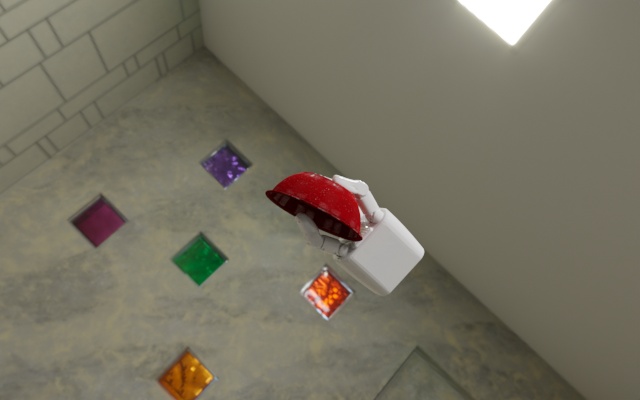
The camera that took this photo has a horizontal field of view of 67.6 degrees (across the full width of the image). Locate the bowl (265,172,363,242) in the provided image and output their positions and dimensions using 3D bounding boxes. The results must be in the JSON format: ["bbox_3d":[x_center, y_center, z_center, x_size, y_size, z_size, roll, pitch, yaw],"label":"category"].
[{"bbox_3d":[-0.001,0.001,0.720,0.162,0.055,0.162,25,-11,5],"label":"bowl"}]
